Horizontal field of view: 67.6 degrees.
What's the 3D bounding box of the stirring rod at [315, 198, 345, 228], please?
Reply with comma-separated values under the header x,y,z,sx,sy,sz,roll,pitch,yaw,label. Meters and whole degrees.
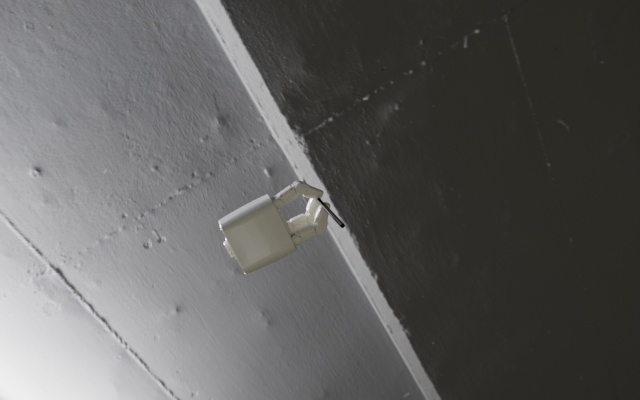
x,y,z,sx,sy,sz,roll,pitch,yaw,label
0.000,0.003,0.884,0.011,0.011,0.239,0,19,-18,stirring rod
